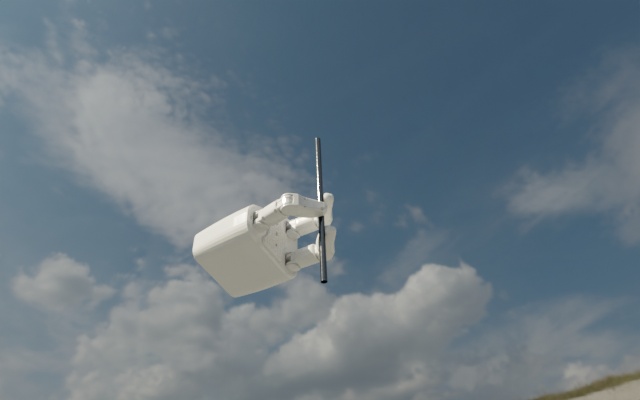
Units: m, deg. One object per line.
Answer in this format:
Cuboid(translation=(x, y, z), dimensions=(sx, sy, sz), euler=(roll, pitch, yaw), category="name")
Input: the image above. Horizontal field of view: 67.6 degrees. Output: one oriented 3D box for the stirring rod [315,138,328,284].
Cuboid(translation=(0.000, 0.002, 0.630), dimensions=(0.011, 0.239, 0.011), euler=(-2, -40, -1), category="stirring rod")
